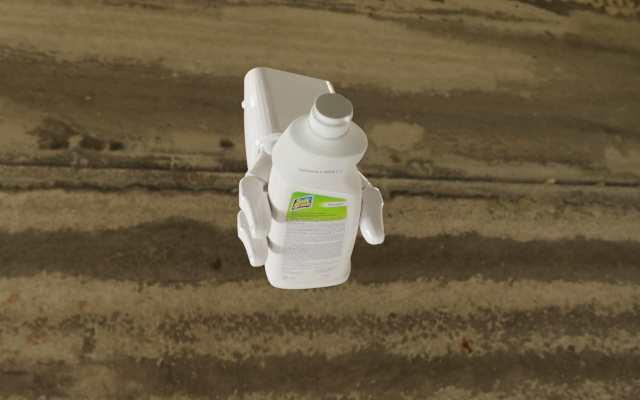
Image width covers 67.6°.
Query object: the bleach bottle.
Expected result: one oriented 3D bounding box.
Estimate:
[{"bbox_3d":[0.000,0.002,0.455,0.102,0.068,0.251,-4,-34,-13],"label":"bleach bottle"}]
